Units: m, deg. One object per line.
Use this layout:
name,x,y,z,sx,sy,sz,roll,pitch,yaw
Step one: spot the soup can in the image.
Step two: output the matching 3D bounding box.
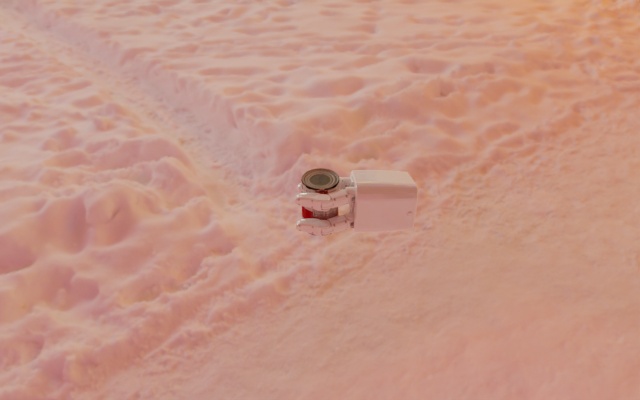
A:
soup can,0.000,0.002,0.845,0.068,0.102,0.068,0,36,0
